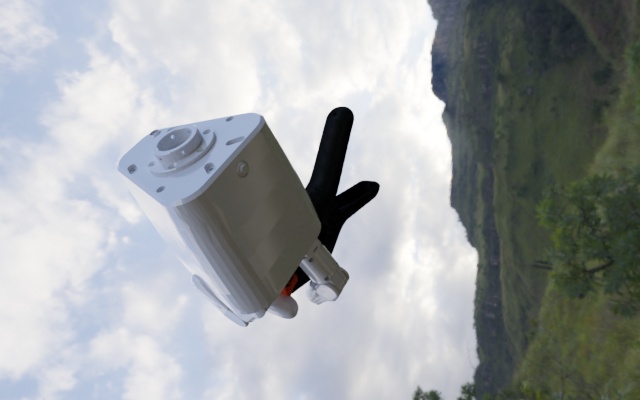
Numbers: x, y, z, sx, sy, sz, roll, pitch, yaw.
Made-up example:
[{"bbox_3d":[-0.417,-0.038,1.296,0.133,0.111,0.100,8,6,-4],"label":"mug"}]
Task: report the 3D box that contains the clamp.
[{"bbox_3d":[0.000,0.002,0.430,0.039,0.120,0.171,8,48,35],"label":"clamp"}]
